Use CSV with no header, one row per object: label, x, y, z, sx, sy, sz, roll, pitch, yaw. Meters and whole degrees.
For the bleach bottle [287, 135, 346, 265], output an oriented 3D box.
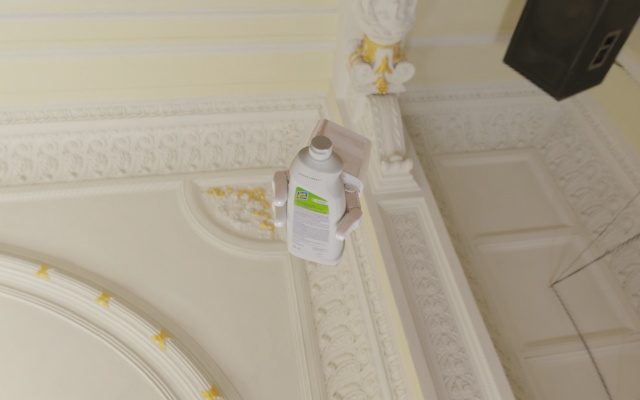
bleach bottle,0.000,0.002,0.738,0.102,0.068,0.251,13,-39,5
